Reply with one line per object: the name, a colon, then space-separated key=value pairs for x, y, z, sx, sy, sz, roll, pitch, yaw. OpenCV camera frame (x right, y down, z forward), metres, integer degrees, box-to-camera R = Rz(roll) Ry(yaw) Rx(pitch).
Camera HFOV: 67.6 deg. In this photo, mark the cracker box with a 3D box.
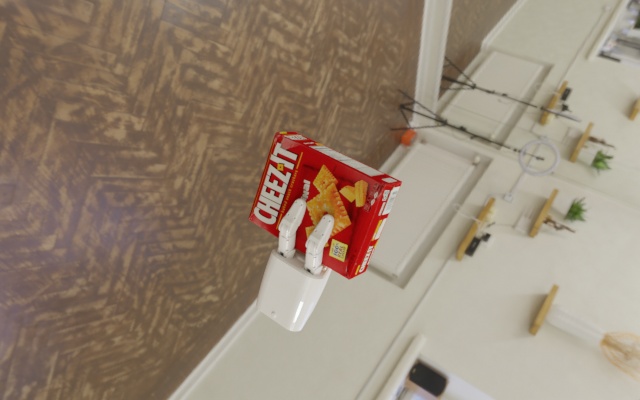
cracker box: x=0.000 y=0.003 z=0.772 sx=0.213 sy=0.164 sz=0.072 roll=28 pitch=18 yaw=25
